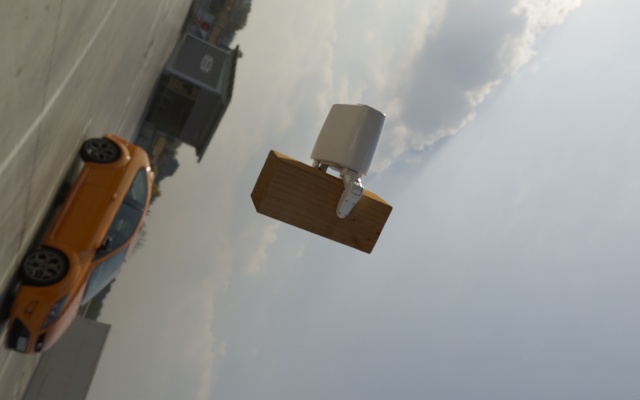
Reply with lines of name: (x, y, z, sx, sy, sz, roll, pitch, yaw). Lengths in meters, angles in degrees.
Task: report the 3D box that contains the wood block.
wood block: (0.000, 0.002, 0.787, 0.206, 0.090, 0.090, 22, 10, -20)
